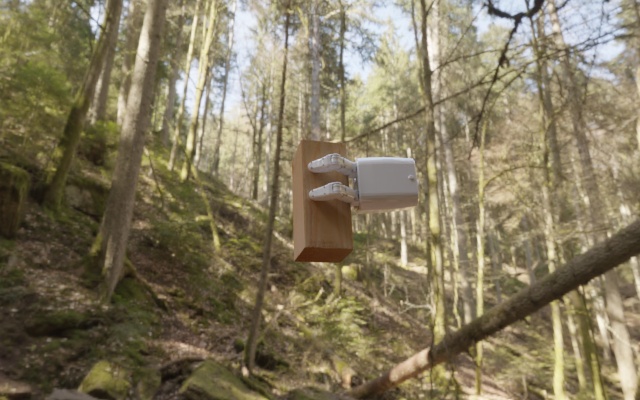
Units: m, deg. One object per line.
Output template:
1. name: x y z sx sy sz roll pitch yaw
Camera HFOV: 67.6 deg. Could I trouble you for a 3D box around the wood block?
1. wood block: 0.000 0.003 0.879 0.090 0.206 0.091 3 -24 -14
